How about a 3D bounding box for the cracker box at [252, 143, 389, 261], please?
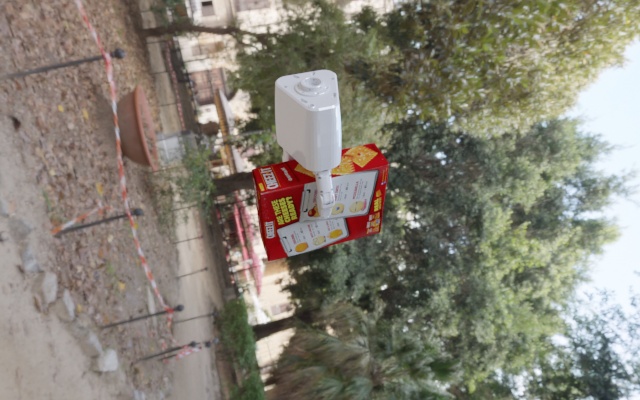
[{"bbox_3d":[0.000,0.003,0.810,0.213,0.164,0.072,-13,45,-13],"label":"cracker box"}]
